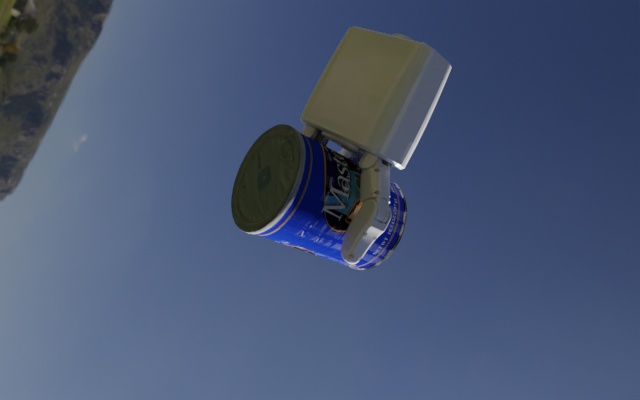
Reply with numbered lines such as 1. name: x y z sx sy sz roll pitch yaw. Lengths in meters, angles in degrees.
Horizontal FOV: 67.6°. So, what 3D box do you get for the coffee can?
1. coffee can: 0.000 0.002 0.466 0.140 0.102 0.103 24 -15 -36
